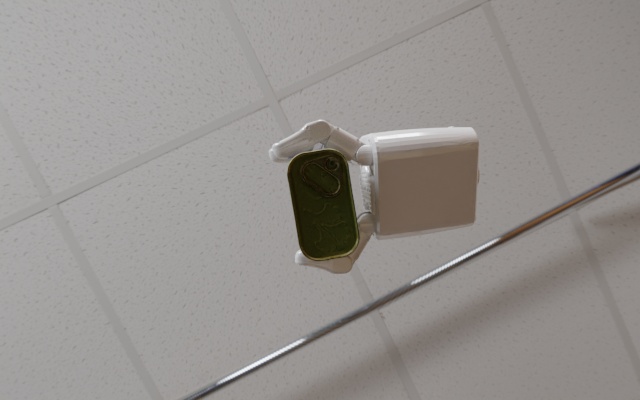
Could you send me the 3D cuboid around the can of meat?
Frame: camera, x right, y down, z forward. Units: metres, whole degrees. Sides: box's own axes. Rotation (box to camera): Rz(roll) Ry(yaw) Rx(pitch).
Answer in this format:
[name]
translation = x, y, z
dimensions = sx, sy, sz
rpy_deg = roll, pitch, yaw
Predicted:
[can of meat]
translation = 0.000, 0.002, 0.479
dimensions = 0.057, 0.102, 0.084
rpy_deg = -10, 5, -3
